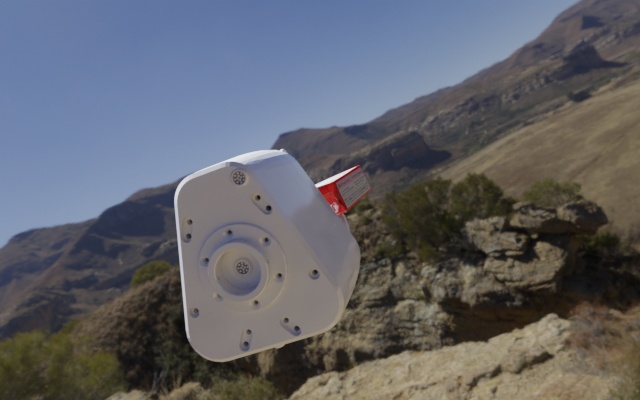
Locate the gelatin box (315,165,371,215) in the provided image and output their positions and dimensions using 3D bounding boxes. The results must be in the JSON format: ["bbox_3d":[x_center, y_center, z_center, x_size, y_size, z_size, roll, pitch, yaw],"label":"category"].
[{"bbox_3d":[0.000,0.001,0.437,0.073,0.030,0.089,-24,5,23],"label":"gelatin box"}]
